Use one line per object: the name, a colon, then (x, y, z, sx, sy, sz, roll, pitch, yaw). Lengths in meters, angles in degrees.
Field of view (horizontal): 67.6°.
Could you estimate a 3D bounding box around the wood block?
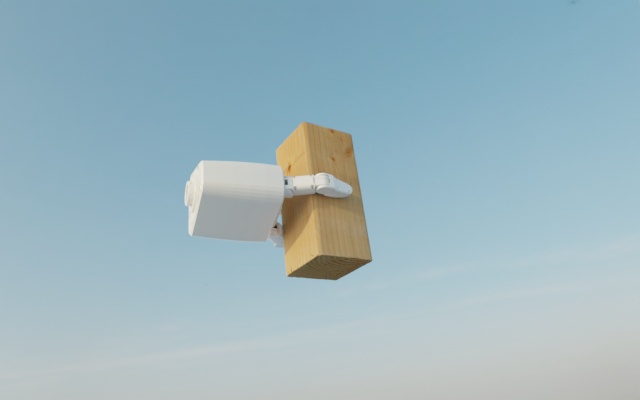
wood block: (0.000, 0.002, 0.697, 0.090, 0.206, 0.091, 10, -31, -32)
